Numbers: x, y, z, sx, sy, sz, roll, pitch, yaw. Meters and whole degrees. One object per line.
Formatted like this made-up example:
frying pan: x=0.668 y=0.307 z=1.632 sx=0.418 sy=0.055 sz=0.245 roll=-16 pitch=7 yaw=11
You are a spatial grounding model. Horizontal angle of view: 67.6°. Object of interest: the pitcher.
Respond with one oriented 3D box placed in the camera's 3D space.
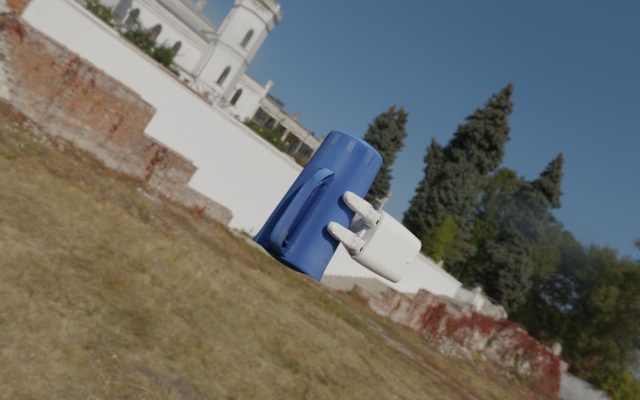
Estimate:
pitcher: x=0.000 y=0.003 z=0.803 sx=0.145 sy=0.243 sz=0.149 roll=35 pitch=-8 yaw=-26
